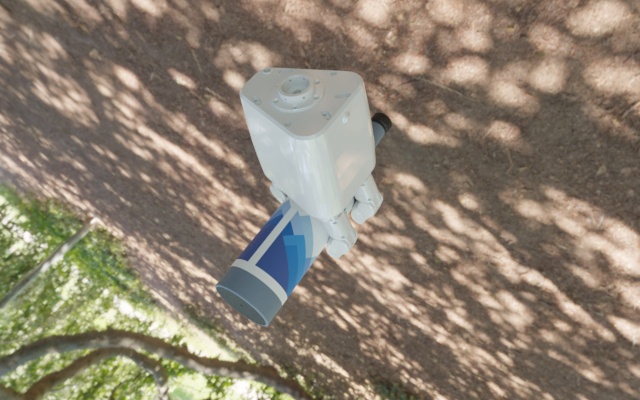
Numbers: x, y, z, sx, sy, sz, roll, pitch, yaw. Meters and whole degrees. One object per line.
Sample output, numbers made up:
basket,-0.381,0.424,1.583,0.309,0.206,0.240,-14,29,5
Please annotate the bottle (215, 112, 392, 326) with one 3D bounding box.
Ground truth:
bottle,0.000,0.002,0.544,0.069,0.295,0.069,29,-28,17
